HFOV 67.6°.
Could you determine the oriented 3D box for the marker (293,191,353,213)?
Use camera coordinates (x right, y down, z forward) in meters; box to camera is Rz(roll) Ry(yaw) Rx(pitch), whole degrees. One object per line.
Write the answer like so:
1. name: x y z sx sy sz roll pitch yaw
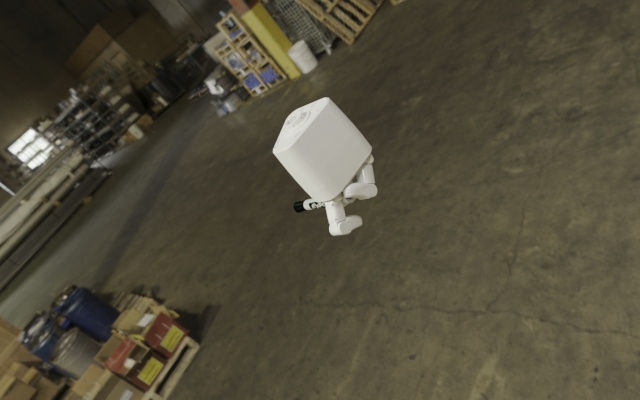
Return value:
1. marker: 0.000 0.003 0.750 0.020 0.020 0.121 0 -9 -44
